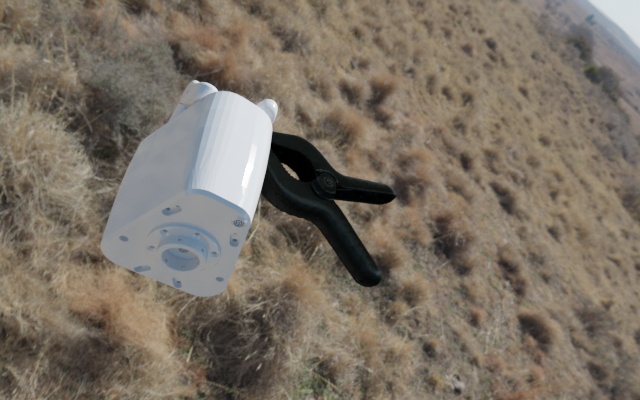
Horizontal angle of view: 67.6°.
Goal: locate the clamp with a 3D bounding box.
[{"bbox_3d":[0.000,0.001,0.428,0.171,0.120,0.039,27,-48,-22],"label":"clamp"}]
